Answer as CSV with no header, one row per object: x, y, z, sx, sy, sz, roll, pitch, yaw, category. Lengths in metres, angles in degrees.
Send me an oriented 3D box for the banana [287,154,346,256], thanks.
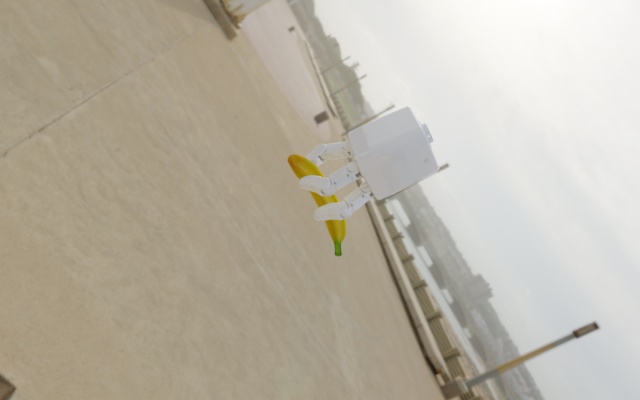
0.003,-0.004,0.788,0.037,0.198,0.069,-21,26,14,banana
